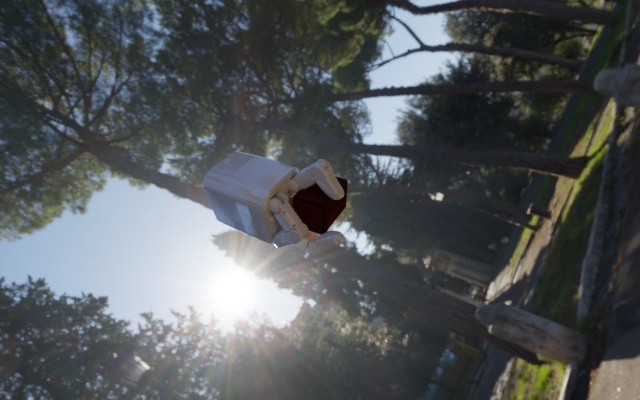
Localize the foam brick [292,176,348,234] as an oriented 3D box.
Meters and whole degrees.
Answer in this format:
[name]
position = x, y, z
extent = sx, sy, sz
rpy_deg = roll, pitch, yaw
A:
[foam brick]
position = 0.000, 0.002, 0.691
extent = 0.051, 0.053, 0.078
rpy_deg = 18, 39, 20
